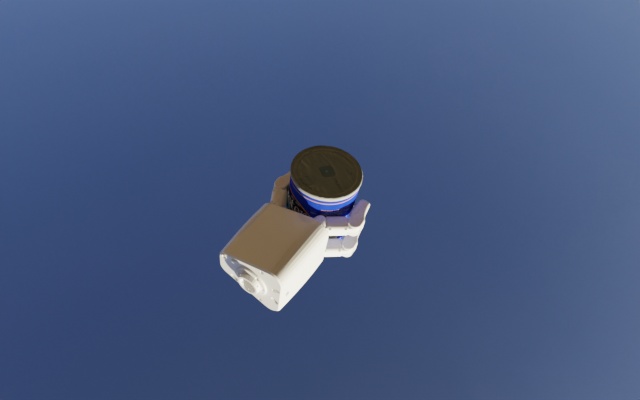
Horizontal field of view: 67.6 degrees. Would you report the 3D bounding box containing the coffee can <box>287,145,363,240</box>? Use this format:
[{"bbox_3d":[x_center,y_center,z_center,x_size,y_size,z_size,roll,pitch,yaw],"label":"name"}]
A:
[{"bbox_3d":[0.000,0.002,0.720,0.103,0.102,0.140,0,-39,-10],"label":"coffee can"}]
